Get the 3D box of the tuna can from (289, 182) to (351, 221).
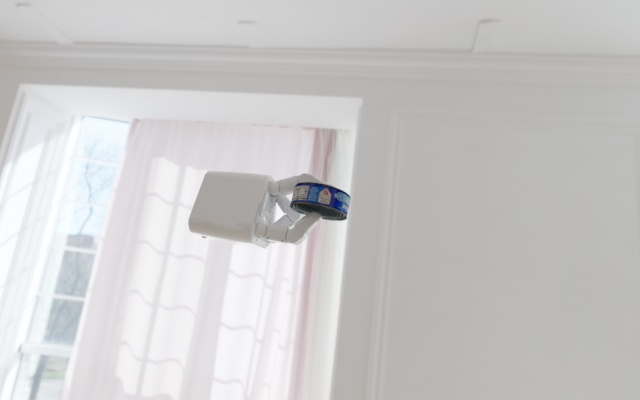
[{"bbox_3d":[0.000,0.002,0.696,0.086,0.033,0.086,12,-13,3],"label":"tuna can"}]
